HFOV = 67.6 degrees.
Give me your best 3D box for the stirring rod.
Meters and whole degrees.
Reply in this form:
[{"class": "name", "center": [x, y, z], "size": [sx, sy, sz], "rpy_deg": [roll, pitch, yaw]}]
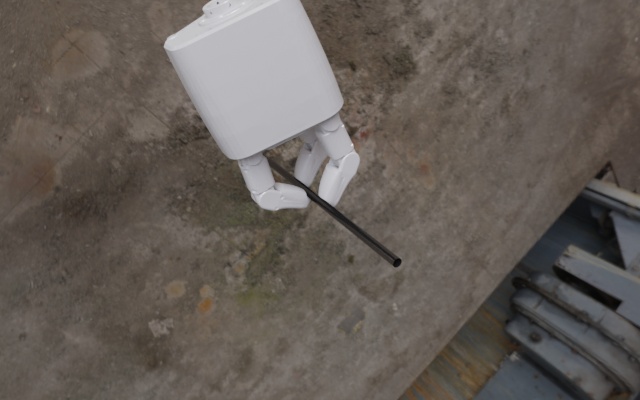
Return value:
[{"class": "stirring rod", "center": [0.000, 0.001, 0.454], "size": [0.011, 0.011, 0.239], "rpy_deg": [0, 22, -31]}]
